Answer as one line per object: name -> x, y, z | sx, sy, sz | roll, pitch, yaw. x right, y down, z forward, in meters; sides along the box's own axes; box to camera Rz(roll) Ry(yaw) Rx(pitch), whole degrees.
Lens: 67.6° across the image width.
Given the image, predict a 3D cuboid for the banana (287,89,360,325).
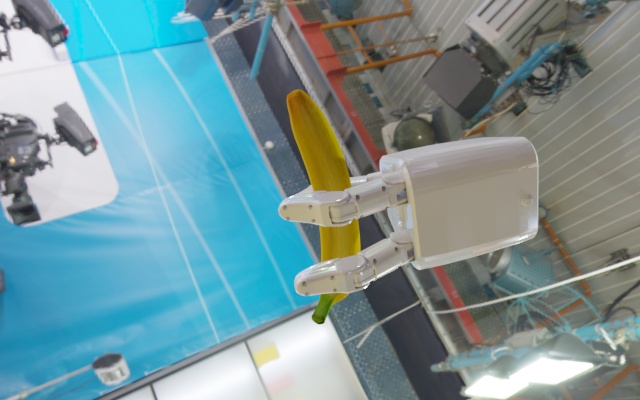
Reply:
banana -> 0.007, 0.003, 0.421 | 0.037, 0.198, 0.069 | -7, 3, 22
